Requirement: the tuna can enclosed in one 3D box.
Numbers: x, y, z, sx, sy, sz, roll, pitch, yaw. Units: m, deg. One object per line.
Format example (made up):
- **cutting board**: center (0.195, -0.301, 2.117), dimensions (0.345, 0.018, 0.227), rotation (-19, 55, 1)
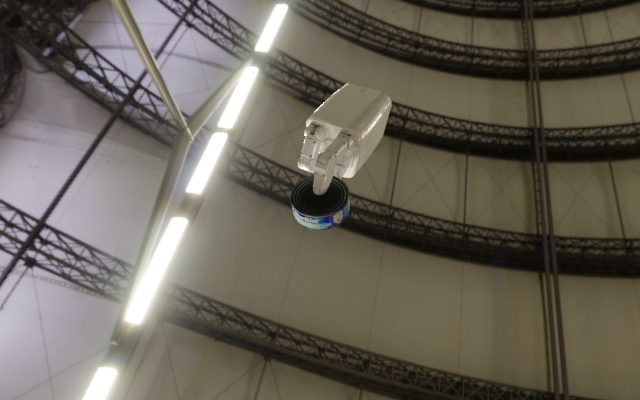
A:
- **tuna can**: center (0.000, 0.003, 0.699), dimensions (0.086, 0.086, 0.034), rotation (0, -43, 7)
